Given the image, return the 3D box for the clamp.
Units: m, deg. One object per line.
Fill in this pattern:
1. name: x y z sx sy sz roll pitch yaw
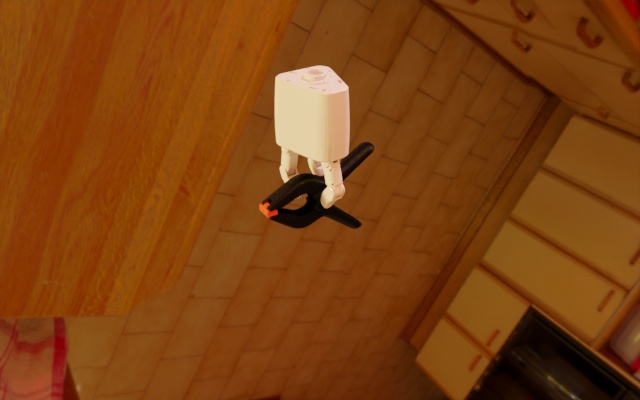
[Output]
1. clamp: 0.000 0.003 0.784 0.210 0.165 0.036 -21 37 -28
